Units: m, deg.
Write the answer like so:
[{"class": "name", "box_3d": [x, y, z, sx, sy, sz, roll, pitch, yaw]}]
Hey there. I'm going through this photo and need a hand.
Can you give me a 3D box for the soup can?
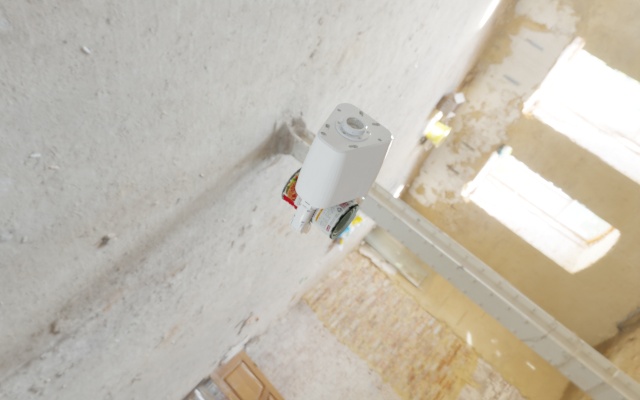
[{"class": "soup can", "box_3d": [0.000, 0.003, 0.728, 0.102, 0.068, 0.068, 39, 13, 16]}]
